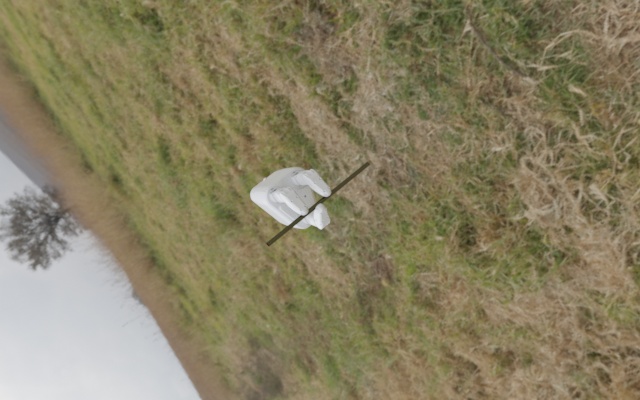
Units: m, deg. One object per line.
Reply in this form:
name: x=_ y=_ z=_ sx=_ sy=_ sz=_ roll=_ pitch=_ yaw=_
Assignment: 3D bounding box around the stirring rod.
stirring rod: x=0.000 y=0.003 z=0.837 sx=0.239 sy=0.011 sz=0.011 roll=-39 pitch=15 yaw=-20
